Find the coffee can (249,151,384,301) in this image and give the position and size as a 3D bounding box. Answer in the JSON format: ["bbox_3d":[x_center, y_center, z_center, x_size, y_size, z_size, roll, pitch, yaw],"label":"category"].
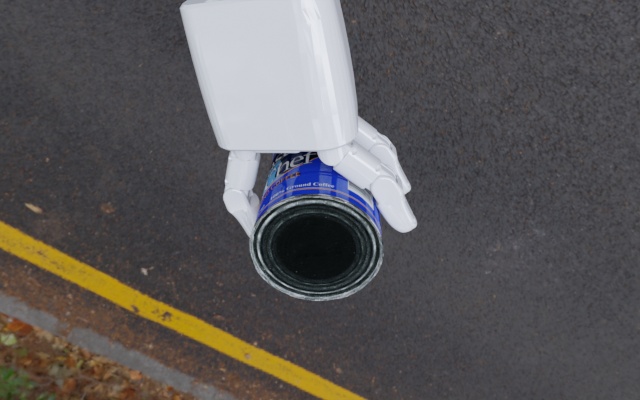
[{"bbox_3d":[0.000,0.001,0.419,0.103,0.103,0.140,0,33,3],"label":"coffee can"}]
